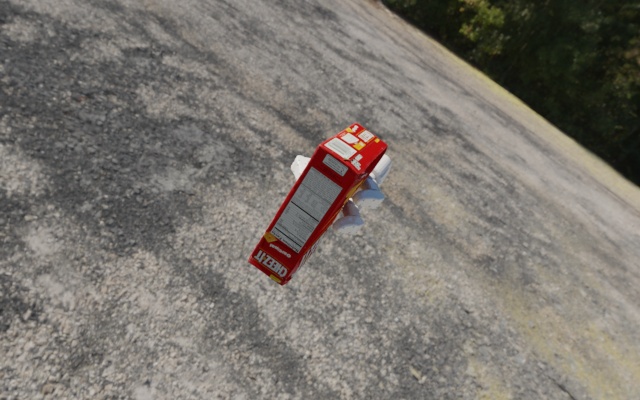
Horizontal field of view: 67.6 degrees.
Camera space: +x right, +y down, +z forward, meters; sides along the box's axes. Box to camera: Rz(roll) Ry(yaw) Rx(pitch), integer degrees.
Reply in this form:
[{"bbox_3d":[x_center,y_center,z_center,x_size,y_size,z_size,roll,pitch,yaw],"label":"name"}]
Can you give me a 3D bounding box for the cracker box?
[{"bbox_3d":[0.000,0.002,0.701,0.072,0.214,0.164,36,27,6],"label":"cracker box"}]
